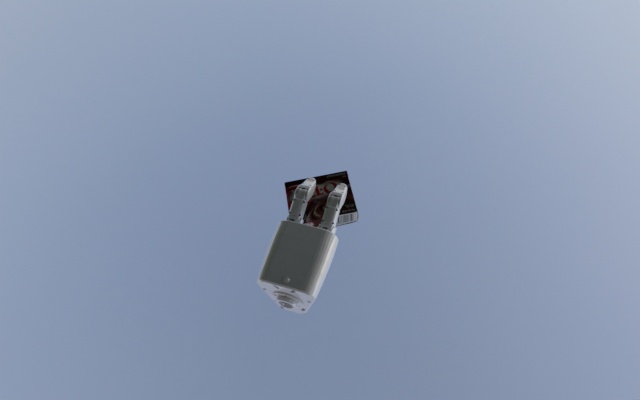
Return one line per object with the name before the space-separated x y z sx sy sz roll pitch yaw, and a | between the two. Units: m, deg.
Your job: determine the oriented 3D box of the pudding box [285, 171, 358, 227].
pudding box | 0.000 0.003 0.806 0.113 0.090 0.039 -10 -36 -3
